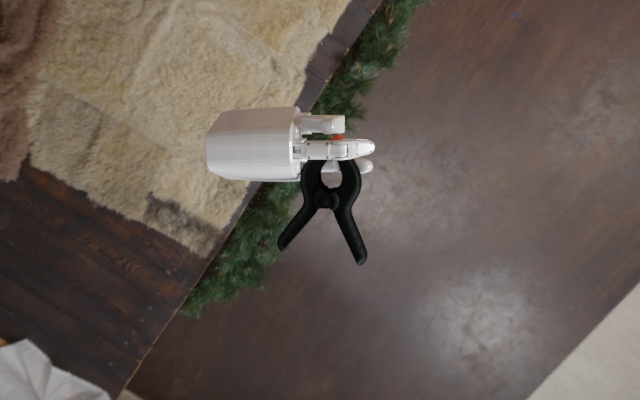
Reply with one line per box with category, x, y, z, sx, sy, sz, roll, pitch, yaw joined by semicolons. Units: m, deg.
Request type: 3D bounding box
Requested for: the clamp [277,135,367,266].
clamp;0.000;0.002;0.617;0.120;0.171;0.039;-1;13;4
